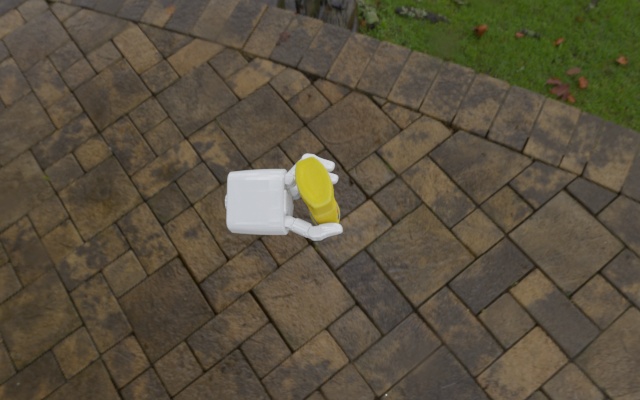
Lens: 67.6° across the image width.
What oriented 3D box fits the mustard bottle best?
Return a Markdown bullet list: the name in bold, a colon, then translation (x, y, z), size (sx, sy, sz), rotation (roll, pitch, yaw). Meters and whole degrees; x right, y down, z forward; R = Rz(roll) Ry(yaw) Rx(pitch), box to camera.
- **mustard bottle**: translation (0.000, 0.003, 0.871), size (0.058, 0.096, 0.192), rotation (-23, -23, -1)
